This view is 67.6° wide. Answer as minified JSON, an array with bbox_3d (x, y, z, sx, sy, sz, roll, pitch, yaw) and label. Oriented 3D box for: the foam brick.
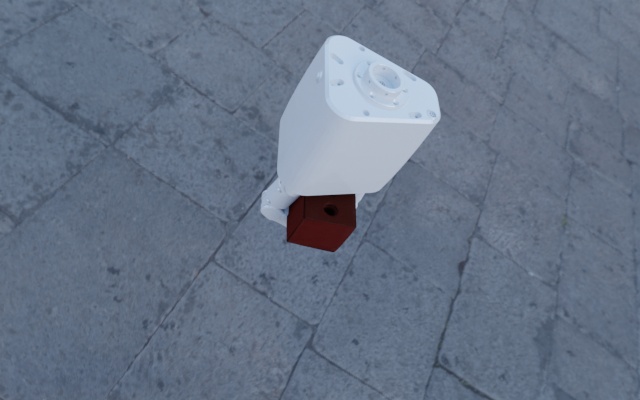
[{"bbox_3d":[0.000,0.002,0.466,0.053,0.078,0.051,12,-34,-19],"label":"foam brick"}]
